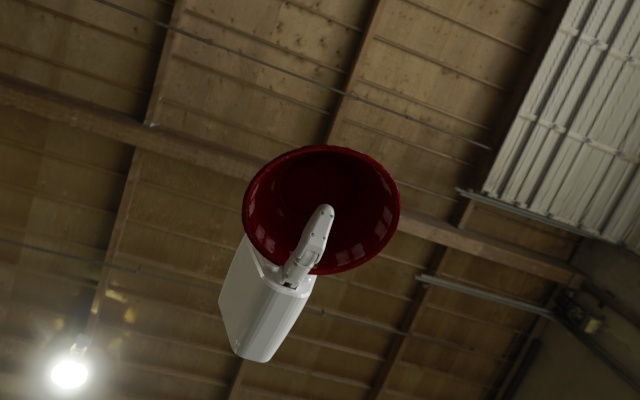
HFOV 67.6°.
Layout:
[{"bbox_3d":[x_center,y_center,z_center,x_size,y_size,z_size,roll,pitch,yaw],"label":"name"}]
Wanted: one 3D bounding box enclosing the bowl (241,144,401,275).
[{"bbox_3d":[0.001,0.001,0.504,0.162,0.162,0.055,0,34,-3],"label":"bowl"}]
